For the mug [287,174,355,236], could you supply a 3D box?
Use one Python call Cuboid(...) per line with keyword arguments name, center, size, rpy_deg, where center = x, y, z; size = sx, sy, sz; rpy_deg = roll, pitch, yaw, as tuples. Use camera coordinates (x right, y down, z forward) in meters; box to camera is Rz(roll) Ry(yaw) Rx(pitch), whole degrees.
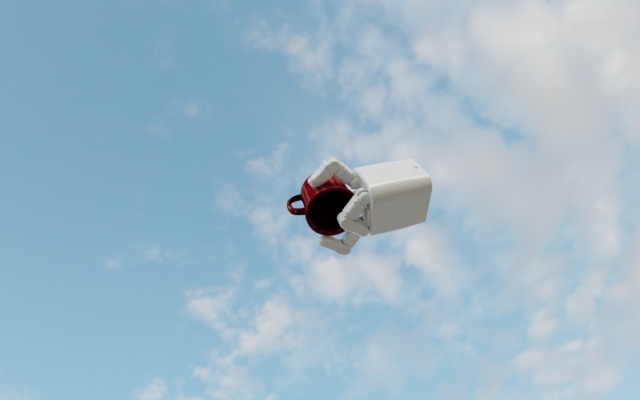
Cuboid(name="mug", center=(-0.001, 0.003, 0.817), size=(0.117, 0.093, 0.081), rpy_deg=(-10, 30, -9))
